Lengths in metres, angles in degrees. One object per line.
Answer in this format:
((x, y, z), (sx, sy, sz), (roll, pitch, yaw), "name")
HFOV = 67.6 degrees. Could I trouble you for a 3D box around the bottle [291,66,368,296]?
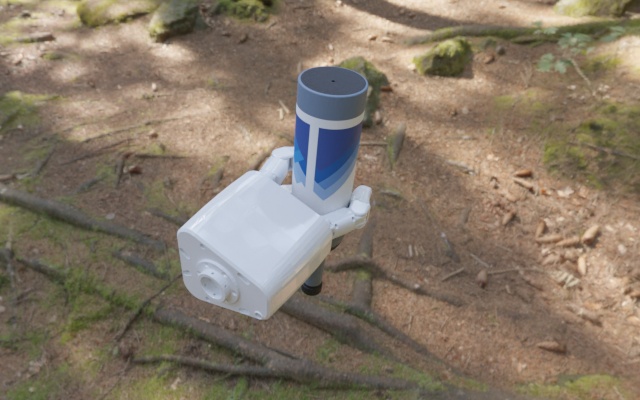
((0.000, 0.002, 0.539), (0.069, 0.296, 0.069), (4, 39, -3), "bottle")
